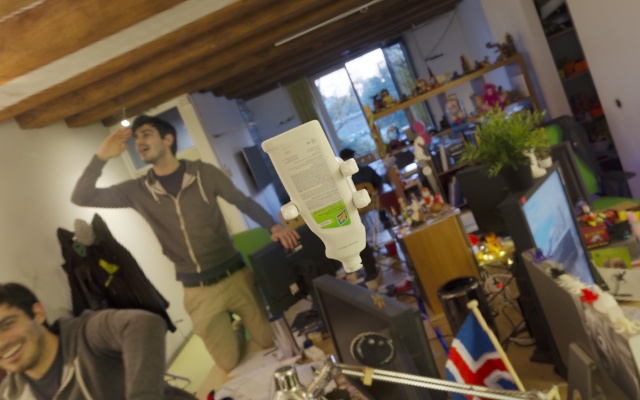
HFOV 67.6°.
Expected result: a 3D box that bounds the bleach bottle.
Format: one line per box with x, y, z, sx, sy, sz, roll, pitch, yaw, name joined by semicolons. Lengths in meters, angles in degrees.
0.000;0.002;0.780;0.102;0.251;0.068;-22;8;7;bleach bottle
